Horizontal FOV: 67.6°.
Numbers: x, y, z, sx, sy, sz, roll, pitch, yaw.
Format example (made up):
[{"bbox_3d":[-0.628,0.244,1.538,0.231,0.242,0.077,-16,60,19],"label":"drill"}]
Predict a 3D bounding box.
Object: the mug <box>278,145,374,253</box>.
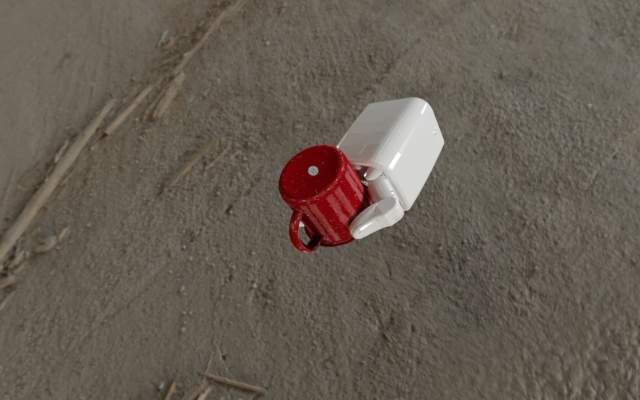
[{"bbox_3d":[-0.001,0.003,0.527,0.093,0.117,0.081,14,-27,38],"label":"mug"}]
